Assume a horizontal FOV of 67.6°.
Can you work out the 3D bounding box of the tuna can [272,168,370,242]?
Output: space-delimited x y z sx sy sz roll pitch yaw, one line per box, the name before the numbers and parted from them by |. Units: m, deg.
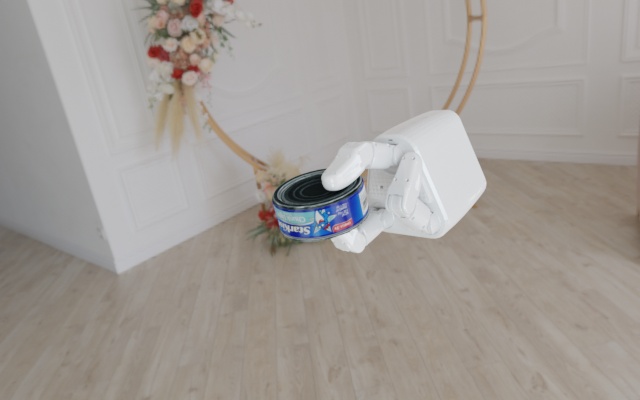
tuna can | 0.000 0.001 0.436 0.086 0.034 0.086 -11 24 5
